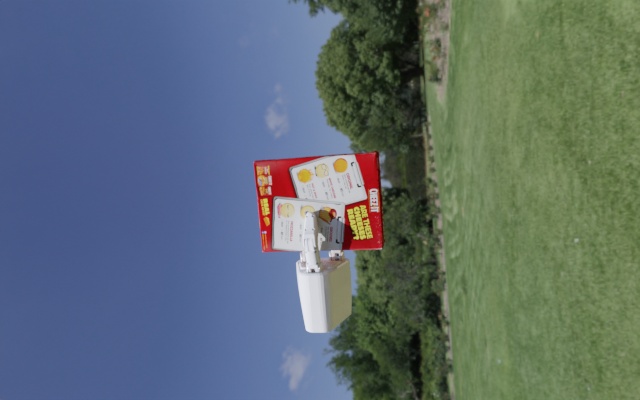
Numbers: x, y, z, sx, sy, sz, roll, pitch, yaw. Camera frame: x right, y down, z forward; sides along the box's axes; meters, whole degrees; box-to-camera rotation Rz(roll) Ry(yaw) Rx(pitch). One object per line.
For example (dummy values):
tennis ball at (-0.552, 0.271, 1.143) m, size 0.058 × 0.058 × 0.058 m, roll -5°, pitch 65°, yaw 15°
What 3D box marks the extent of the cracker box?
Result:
cracker box at (0.000, 0.003, 0.835) m, size 0.214 × 0.164 × 0.072 m, roll -3°, pitch 8°, yaw 12°
